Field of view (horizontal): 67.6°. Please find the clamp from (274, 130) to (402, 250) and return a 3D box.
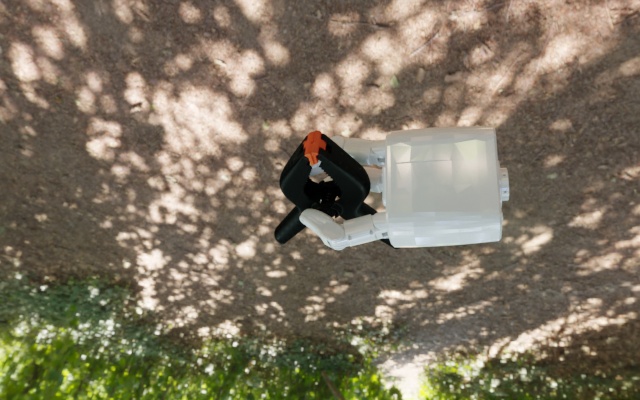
[{"bbox_3d":[0.000,0.002,0.527,0.164,0.036,0.210,-3,-32,17],"label":"clamp"}]
